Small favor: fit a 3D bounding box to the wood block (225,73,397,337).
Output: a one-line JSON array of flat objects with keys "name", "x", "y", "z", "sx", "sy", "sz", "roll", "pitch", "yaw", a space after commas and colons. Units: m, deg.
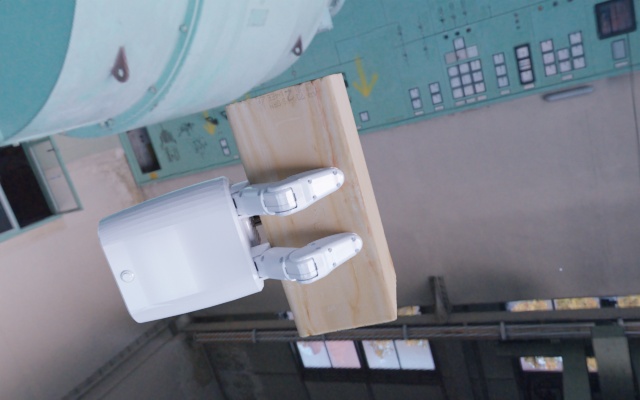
[{"name": "wood block", "x": 0.000, "y": 0.002, "z": 0.424, "sx": 0.090, "sy": 0.206, "sz": 0.090, "roll": -14, "pitch": 14, "yaw": 11}]
